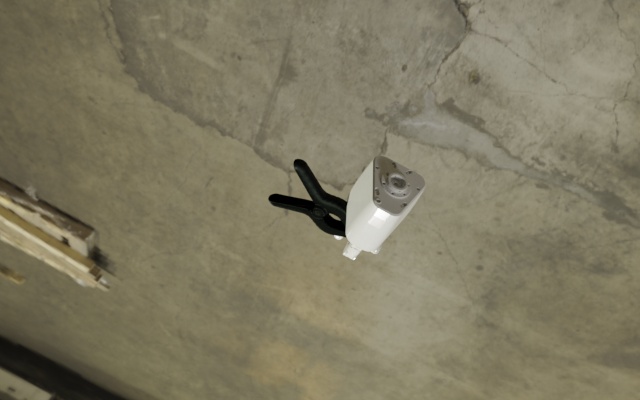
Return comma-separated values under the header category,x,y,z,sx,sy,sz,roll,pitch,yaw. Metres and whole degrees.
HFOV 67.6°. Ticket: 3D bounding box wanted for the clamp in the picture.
category,x,y,z,sx,sy,sz,roll,pitch,yaw
clamp,0.000,0.003,0.813,0.171,0.039,0.120,27,-39,-1
